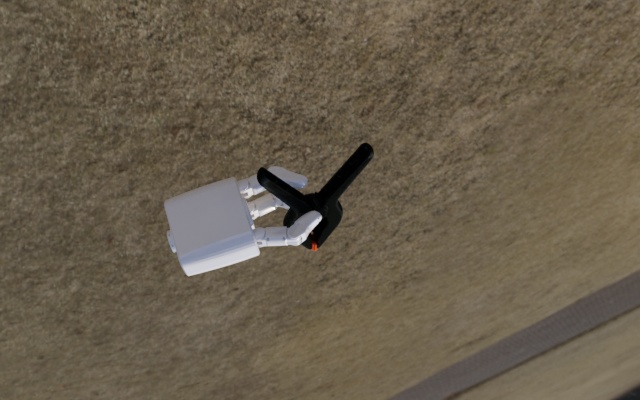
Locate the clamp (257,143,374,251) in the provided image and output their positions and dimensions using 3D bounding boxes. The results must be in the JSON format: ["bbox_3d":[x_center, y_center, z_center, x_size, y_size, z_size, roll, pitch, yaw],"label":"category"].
[{"bbox_3d":[0.000,0.003,0.705,0.164,0.036,0.210,-18,-36,-10],"label":"clamp"}]
